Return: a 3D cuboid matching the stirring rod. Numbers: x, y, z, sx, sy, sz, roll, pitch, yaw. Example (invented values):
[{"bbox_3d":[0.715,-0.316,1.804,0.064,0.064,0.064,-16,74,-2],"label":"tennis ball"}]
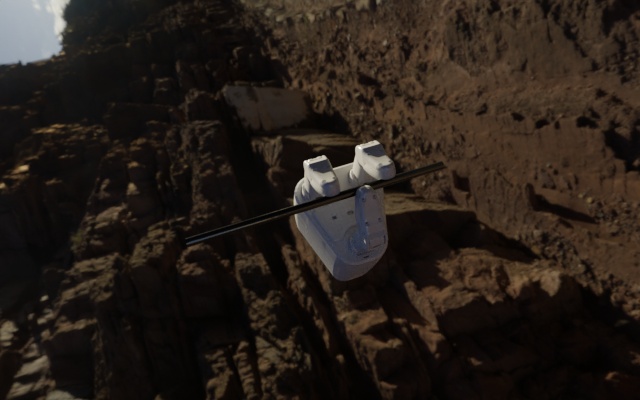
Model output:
[{"bbox_3d":[0.000,0.001,0.425,0.239,0.011,0.011,-17,3,-10],"label":"stirring rod"}]
